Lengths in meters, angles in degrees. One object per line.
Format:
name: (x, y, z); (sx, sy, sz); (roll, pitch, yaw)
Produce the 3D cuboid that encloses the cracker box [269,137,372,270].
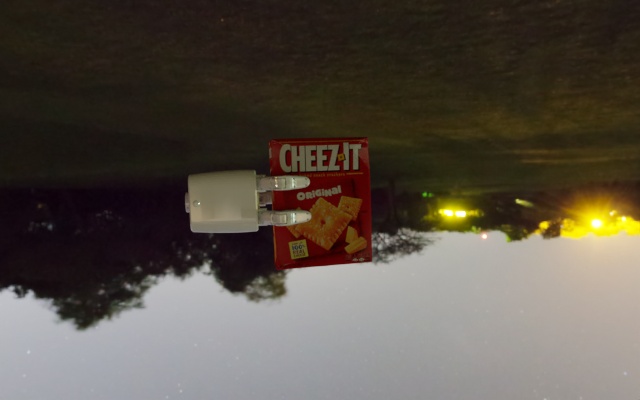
cracker box: (0.000, 0.003, 0.803); (0.164, 0.214, 0.072); (-3, 4, -9)
